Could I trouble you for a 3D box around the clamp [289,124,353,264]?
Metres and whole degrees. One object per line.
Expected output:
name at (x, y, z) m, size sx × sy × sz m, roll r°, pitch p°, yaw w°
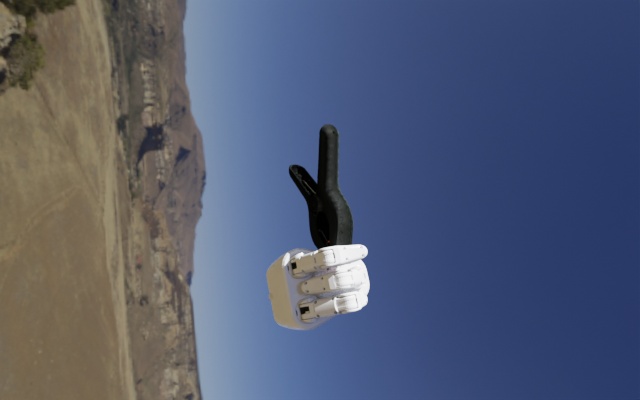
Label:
clamp at (0.001, 0.002, 0.613) m, size 0.039 × 0.171 × 0.120 m, roll -2°, pitch -14°, yaw -23°
